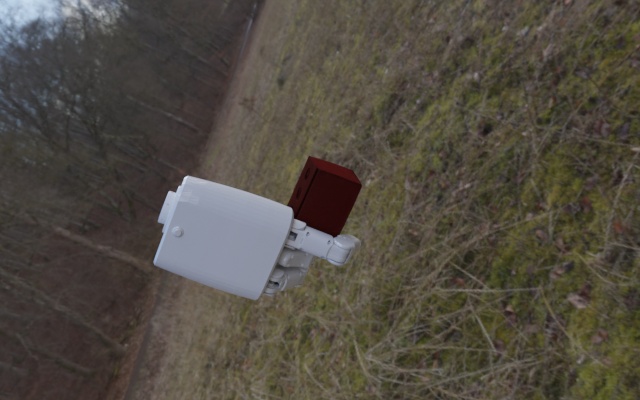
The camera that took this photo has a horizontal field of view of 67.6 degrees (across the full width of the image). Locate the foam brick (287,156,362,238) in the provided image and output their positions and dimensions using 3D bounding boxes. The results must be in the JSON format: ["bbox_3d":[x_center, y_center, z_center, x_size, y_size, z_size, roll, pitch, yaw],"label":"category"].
[{"bbox_3d":[0.000,0.001,0.490,0.051,0.078,0.053,20,14,-15],"label":"foam brick"}]
